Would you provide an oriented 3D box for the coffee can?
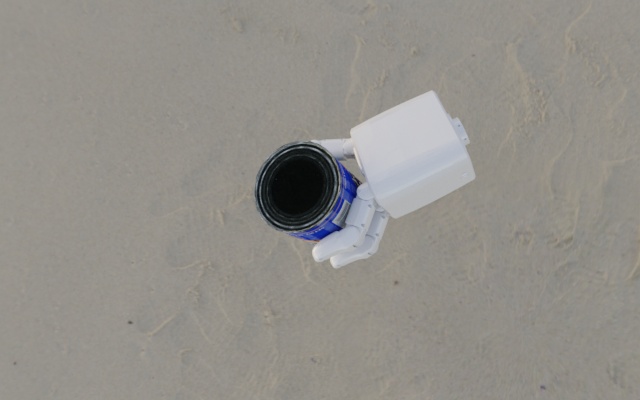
[{"bbox_3d":[0.000,0.002,0.567,0.103,0.102,0.140,0,-14,23],"label":"coffee can"}]
